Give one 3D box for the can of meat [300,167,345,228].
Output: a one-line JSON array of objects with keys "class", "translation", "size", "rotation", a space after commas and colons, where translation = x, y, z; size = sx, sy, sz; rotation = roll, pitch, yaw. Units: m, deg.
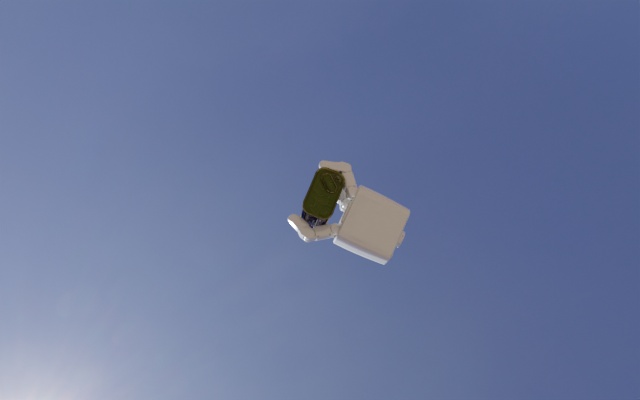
[{"class": "can of meat", "translation": [0.000, 0.003, 0.891], "size": [0.057, 0.102, 0.084], "rotation": [22, -27, 0]}]
